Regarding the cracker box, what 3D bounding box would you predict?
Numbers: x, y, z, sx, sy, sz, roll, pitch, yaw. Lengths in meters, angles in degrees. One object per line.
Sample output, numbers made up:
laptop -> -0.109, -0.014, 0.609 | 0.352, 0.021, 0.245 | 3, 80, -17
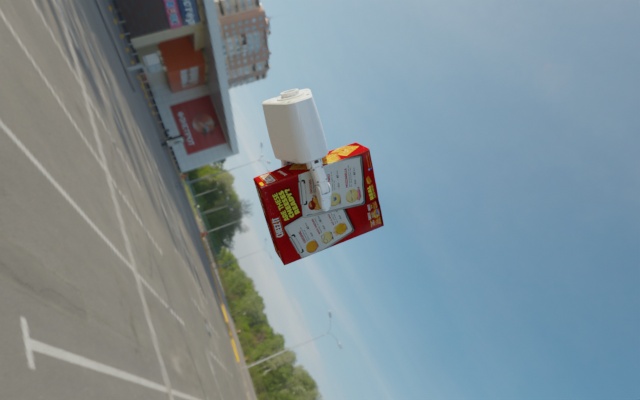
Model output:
cracker box -> 0.000, 0.003, 0.897 | 0.213, 0.164, 0.072 | -20, 25, -14
